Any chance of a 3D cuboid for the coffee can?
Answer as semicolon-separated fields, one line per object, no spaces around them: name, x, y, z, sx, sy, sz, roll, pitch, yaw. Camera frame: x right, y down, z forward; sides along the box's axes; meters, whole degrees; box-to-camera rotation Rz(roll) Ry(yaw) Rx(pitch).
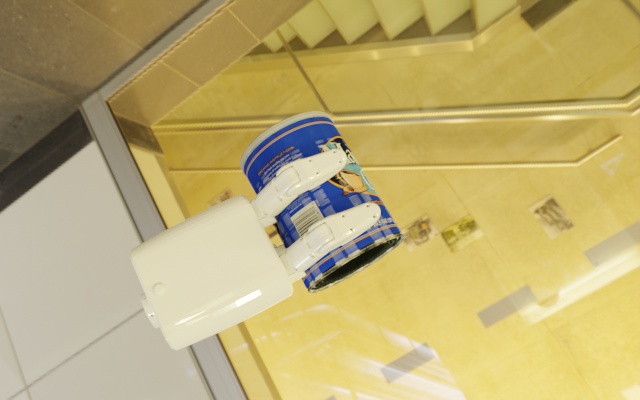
coffee can;0.000;0.001;0.455;0.103;0.140;0.103;-28;-17;-9
